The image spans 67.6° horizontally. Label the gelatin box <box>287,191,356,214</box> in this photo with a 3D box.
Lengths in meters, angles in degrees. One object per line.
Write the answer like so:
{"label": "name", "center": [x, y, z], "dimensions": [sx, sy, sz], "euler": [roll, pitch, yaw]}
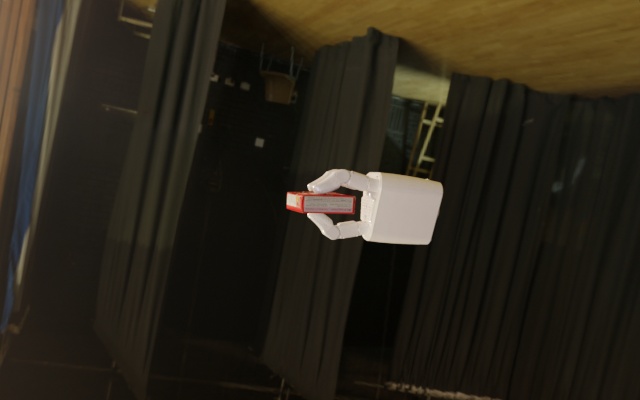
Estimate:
{"label": "gelatin box", "center": [0.000, 0.003, 0.747], "dimensions": [0.089, 0.030, 0.073], "euler": [1, 5, -22]}
